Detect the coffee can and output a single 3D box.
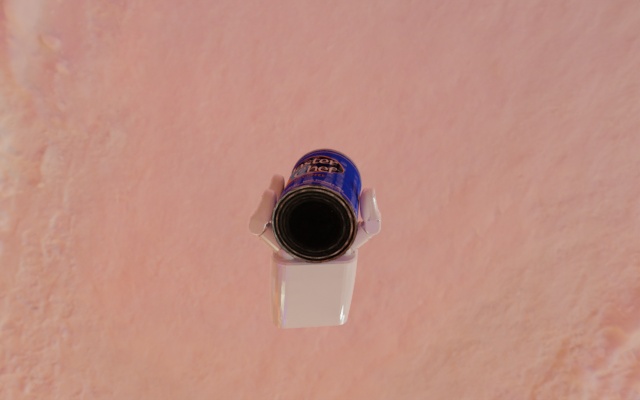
[{"bbox_3d":[0.000,0.002,0.619,0.103,0.103,0.140,0,23,7],"label":"coffee can"}]
